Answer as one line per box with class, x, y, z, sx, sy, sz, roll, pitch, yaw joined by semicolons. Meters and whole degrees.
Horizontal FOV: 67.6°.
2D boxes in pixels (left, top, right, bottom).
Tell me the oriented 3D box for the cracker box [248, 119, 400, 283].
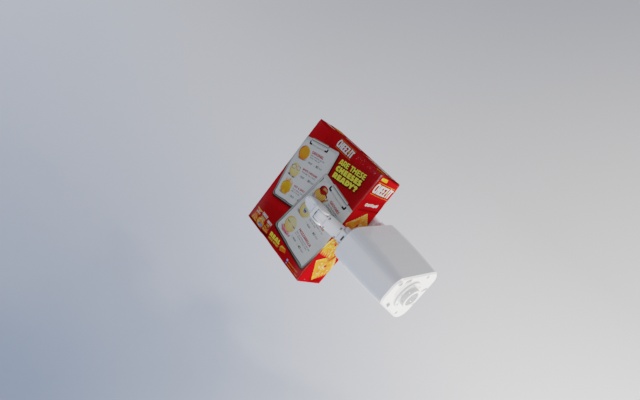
cracker box;0.000;0.003;0.784;0.072;0.214;0.164;20;22;-53
